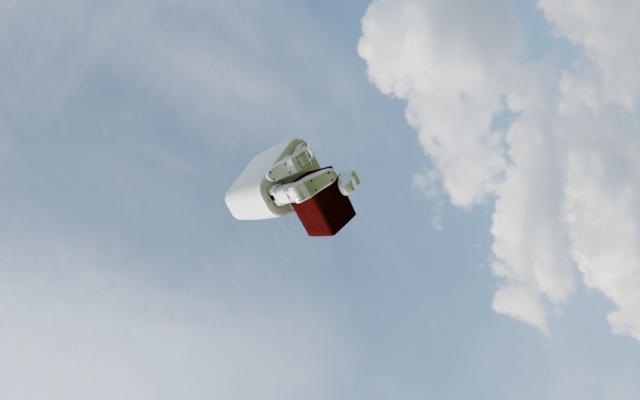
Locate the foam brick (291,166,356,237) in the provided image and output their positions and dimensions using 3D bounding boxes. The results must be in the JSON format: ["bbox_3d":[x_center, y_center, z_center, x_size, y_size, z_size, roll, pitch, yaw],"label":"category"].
[{"bbox_3d":[0.000,0.002,0.630,0.051,0.078,0.053,-11,21,50],"label":"foam brick"}]
